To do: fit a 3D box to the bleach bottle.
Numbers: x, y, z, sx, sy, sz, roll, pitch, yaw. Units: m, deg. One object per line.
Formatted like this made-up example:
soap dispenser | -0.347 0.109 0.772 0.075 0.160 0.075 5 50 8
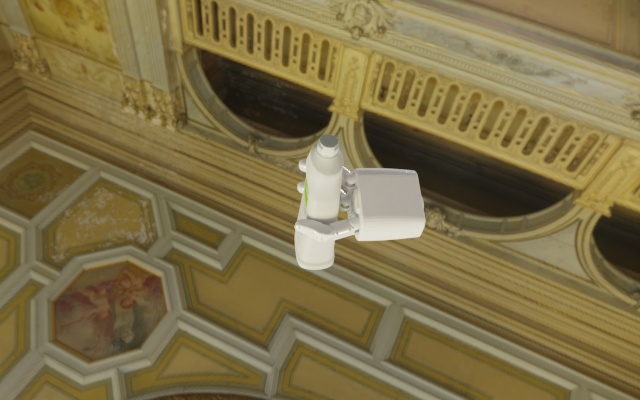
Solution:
bleach bottle | 0.000 0.002 0.770 0.068 0.102 0.251 -2 -40 -10
